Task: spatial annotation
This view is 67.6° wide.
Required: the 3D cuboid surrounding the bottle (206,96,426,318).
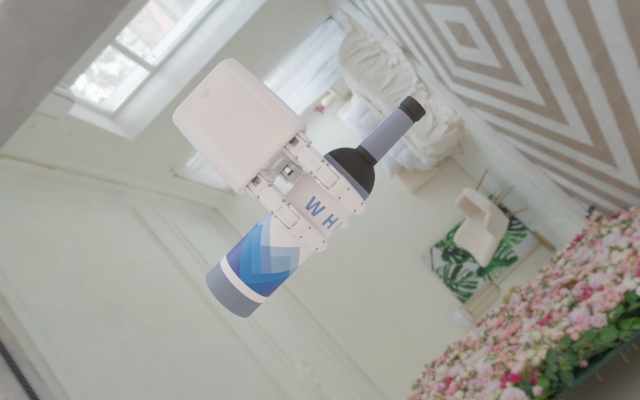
[{"bbox_3d":[0.000,0.002,0.521,0.069,0.296,0.069,44,4,-4],"label":"bottle"}]
